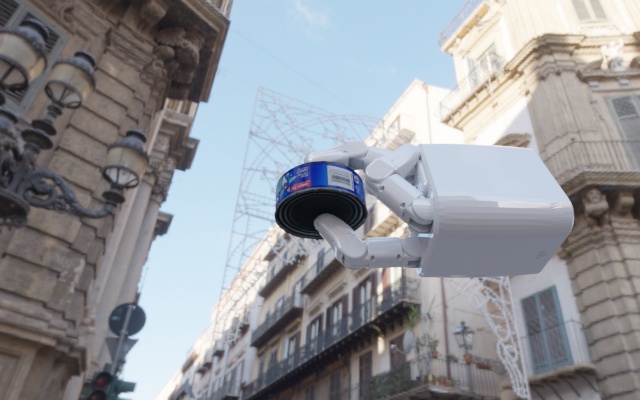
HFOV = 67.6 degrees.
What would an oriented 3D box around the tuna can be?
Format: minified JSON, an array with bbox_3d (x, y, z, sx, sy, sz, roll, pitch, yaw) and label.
[{"bbox_3d":[0.000,0.001,0.448,0.086,0.033,0.086,-2,-34,-1],"label":"tuna can"}]
